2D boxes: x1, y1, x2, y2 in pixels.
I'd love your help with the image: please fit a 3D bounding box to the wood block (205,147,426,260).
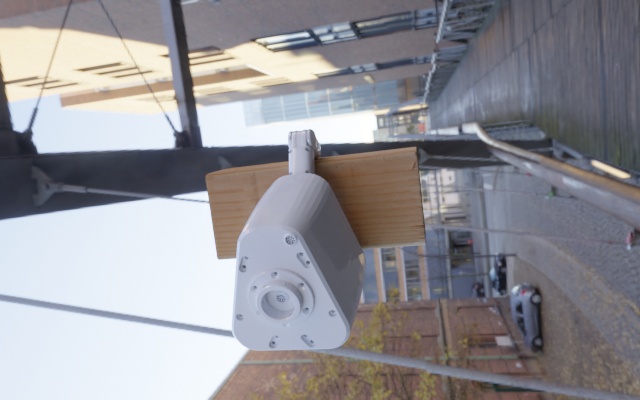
[{"bbox_3d":[0.000,0.001,0.494,0.206,0.091,0.090,-5,7,12],"label":"wood block"}]
